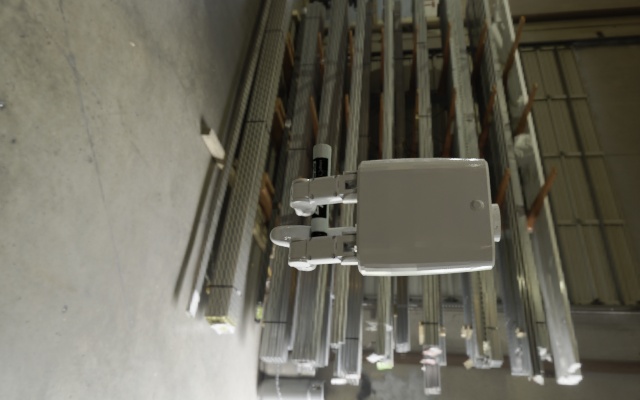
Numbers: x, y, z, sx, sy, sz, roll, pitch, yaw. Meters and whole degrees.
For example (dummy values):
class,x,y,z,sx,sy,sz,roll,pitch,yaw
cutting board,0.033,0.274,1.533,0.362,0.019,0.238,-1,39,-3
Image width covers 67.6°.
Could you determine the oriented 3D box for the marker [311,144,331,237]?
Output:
class,x,y,z,sx,sy,sz,roll,pitch,yaw
marker,0.000,0.002,0.480,0.020,0.121,0.020,2,-18,1
